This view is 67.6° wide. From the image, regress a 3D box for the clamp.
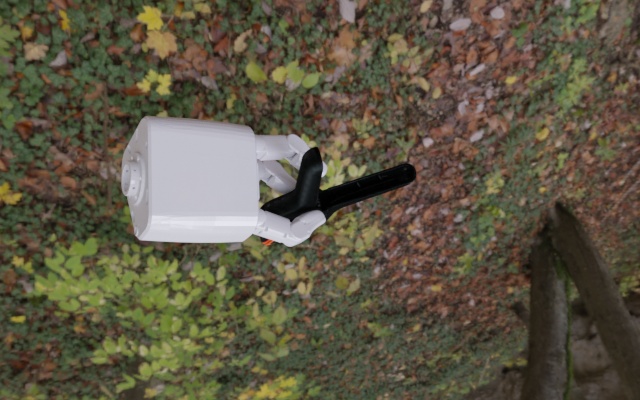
[{"bbox_3d":[0.000,0.003,0.564,0.164,0.036,0.210,2,-26,-37],"label":"clamp"}]
